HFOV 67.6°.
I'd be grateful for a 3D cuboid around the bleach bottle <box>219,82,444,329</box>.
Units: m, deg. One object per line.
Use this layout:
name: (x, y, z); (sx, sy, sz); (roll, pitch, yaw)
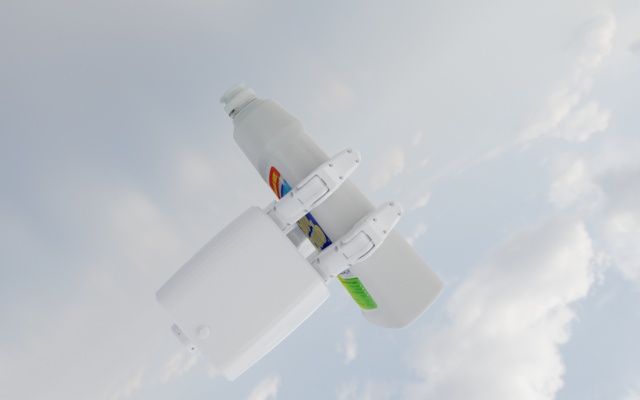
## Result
bleach bottle: (0.000, 0.001, 0.436); (0.068, 0.251, 0.102); (-41, 3, -16)
